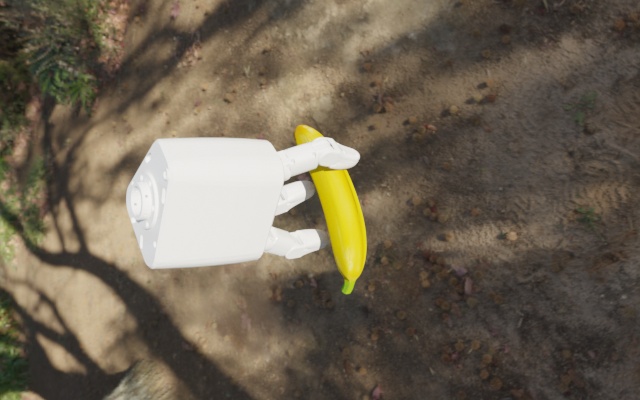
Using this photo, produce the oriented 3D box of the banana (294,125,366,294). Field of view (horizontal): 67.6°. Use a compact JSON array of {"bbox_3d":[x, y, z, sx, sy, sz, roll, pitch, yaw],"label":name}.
[{"bbox_3d":[0.011,-0.001,0.507,0.037,0.197,0.070,-6,-15,-35],"label":"banana"}]
